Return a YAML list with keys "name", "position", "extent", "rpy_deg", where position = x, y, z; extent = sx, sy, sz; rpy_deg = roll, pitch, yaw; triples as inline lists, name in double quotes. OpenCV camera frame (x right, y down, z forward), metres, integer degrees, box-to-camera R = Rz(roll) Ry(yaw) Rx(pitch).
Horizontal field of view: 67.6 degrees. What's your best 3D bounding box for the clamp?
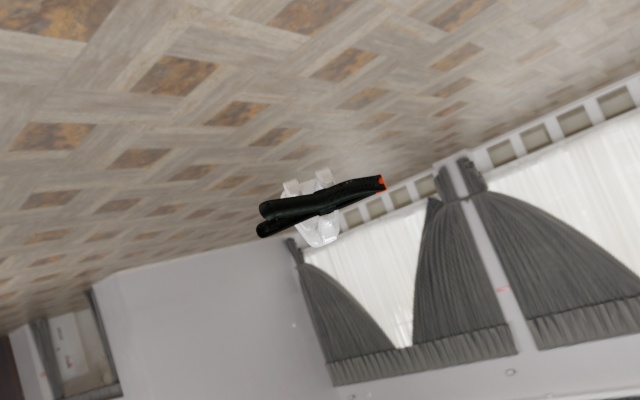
- name: "clamp"
  position: [0.001, 0.003, 0.698]
  extent: [0.210, 0.036, 0.164]
  rpy_deg: [-19, -9, -6]
